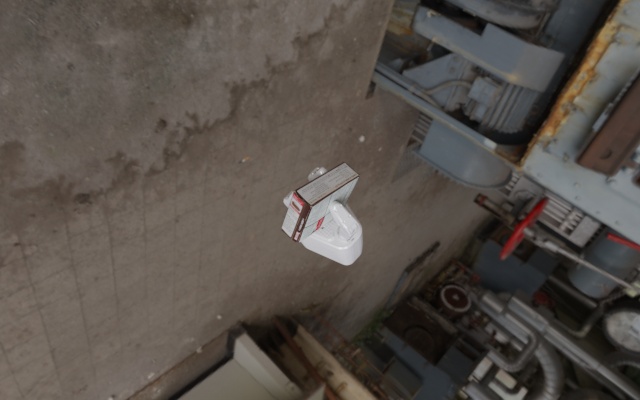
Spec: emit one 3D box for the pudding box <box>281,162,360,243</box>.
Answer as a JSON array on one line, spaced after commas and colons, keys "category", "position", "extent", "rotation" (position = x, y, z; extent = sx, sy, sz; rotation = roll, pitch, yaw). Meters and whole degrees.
[{"category": "pudding box", "position": [0.000, 0.002, 0.710], "extent": [0.039, 0.090, 0.113], "rotation": [40, 48, 18]}]
